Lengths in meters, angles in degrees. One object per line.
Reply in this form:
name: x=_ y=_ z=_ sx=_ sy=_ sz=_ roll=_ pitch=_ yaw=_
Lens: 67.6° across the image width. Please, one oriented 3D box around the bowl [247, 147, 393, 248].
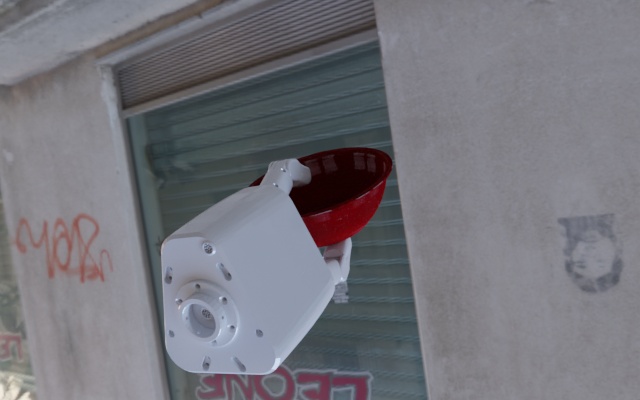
bowl: x=0.001 y=0.001 z=0.493 sx=0.162 sy=0.055 sz=0.162 roll=-15 pitch=24 yaw=7
